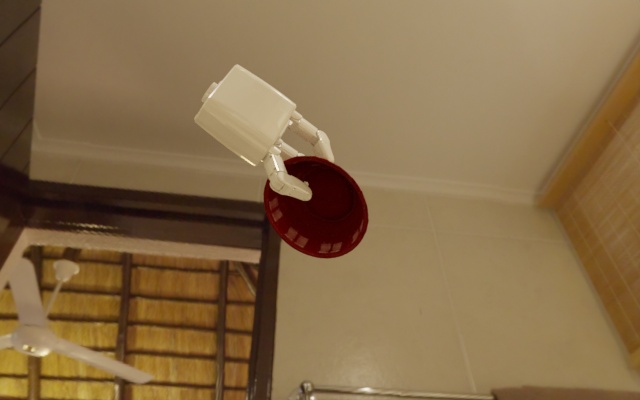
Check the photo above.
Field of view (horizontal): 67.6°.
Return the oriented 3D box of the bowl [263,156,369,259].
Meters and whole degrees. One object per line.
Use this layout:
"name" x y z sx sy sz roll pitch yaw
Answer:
"bowl" 0.001 0.003 0.698 0.162 0.162 0.055 0 25 25
